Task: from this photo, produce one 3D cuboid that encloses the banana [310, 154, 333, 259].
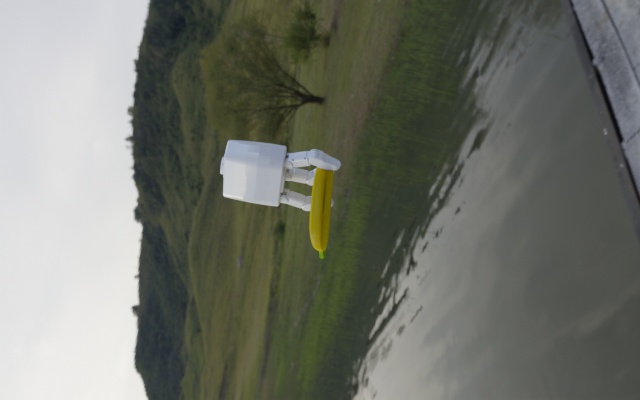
[{"bbox_3d":[0.001,0.003,0.858,0.037,0.197,0.069,5,-11,-2],"label":"banana"}]
